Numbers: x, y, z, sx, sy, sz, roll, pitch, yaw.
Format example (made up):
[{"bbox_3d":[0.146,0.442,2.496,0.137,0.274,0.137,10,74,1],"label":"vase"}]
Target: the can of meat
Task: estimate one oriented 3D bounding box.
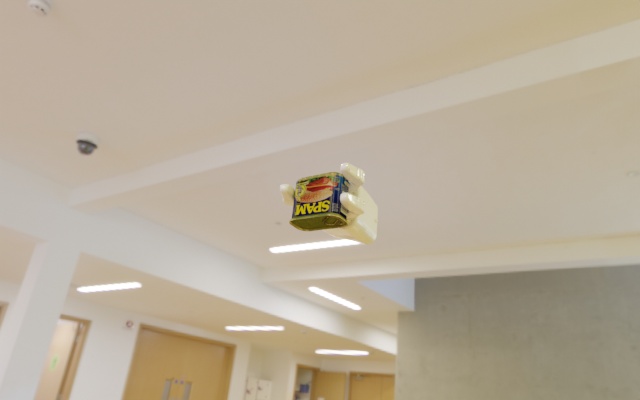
[{"bbox_3d":[0.000,0.002,0.842,0.102,0.084,0.057,-9,-28,30],"label":"can of meat"}]
